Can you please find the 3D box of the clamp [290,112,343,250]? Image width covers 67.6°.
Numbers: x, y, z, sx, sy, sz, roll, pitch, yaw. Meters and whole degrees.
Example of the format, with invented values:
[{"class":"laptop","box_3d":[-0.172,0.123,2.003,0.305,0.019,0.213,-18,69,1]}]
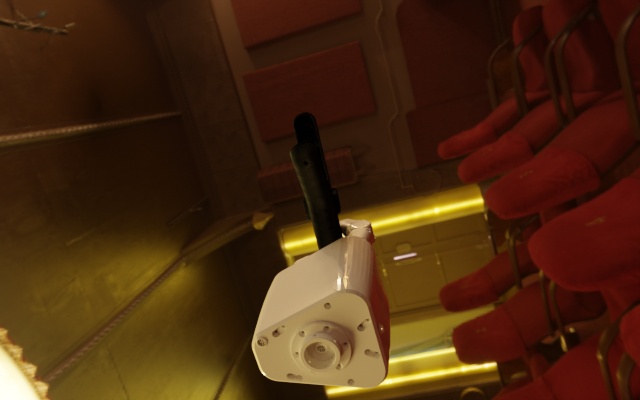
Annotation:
[{"class":"clamp","box_3d":[0.000,0.002,0.477,0.039,0.171,0.120,-13,15,10]}]
